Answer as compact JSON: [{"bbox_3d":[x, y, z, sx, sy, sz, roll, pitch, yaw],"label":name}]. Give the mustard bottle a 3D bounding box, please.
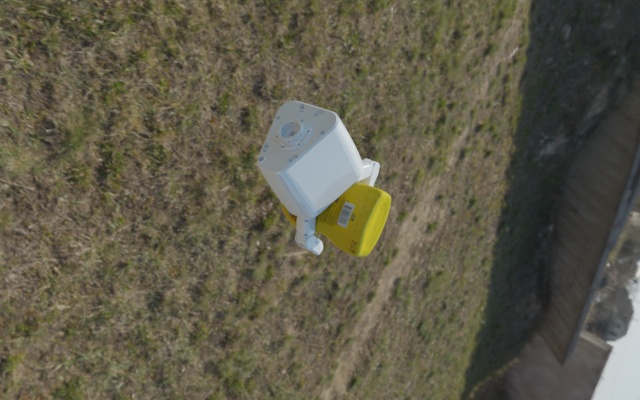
[{"bbox_3d":[0.000,0.002,0.688,0.191,0.096,0.058,24,5,32],"label":"mustard bottle"}]
